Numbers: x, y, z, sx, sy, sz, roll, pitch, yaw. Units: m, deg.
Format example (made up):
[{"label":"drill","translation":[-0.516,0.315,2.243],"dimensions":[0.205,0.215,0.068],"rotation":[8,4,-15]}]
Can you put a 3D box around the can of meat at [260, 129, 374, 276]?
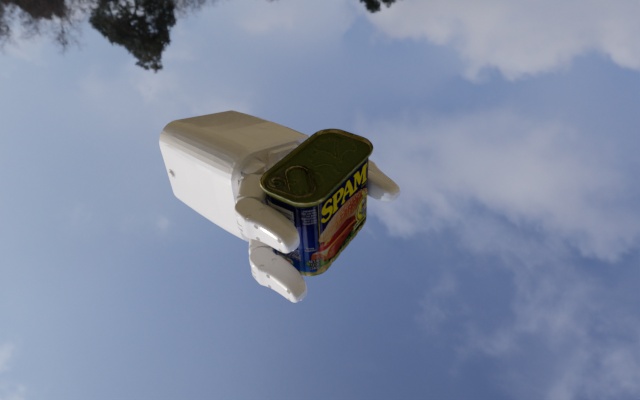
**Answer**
[{"label":"can of meat","translation":[0.000,0.002,0.405],"dimensions":[0.057,0.084,0.102],"rotation":[22,46,27]}]
